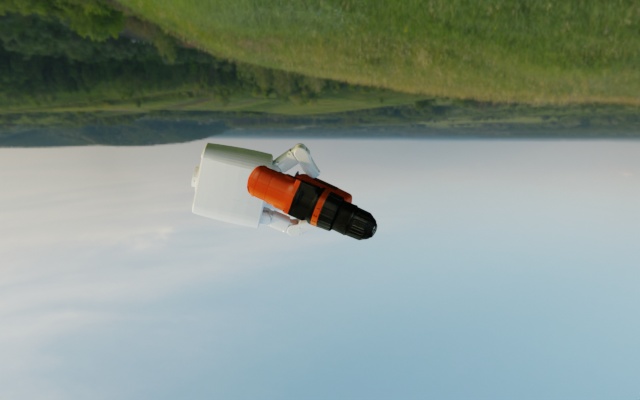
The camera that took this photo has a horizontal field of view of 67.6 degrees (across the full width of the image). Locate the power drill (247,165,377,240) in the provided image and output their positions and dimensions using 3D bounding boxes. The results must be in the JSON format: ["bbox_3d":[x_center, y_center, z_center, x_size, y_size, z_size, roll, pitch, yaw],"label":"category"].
[{"bbox_3d":[0.000,0.002,0.703,0.184,0.057,0.187,25,3,8],"label":"power drill"}]
